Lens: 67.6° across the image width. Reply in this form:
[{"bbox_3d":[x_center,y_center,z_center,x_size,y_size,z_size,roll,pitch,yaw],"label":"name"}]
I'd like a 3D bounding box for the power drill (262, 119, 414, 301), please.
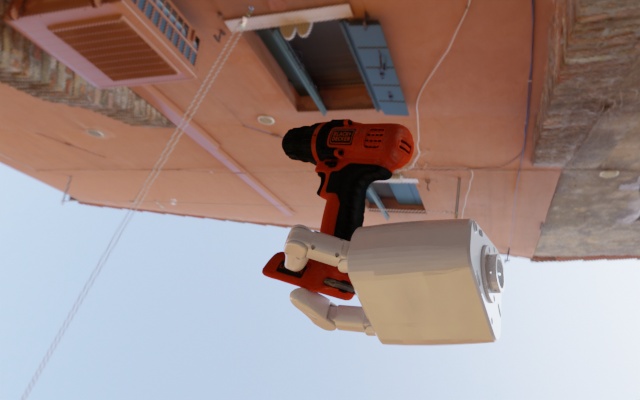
[{"bbox_3d":[0.000,0.002,0.517,0.057,0.187,0.184,23,-10,-40],"label":"power drill"}]
